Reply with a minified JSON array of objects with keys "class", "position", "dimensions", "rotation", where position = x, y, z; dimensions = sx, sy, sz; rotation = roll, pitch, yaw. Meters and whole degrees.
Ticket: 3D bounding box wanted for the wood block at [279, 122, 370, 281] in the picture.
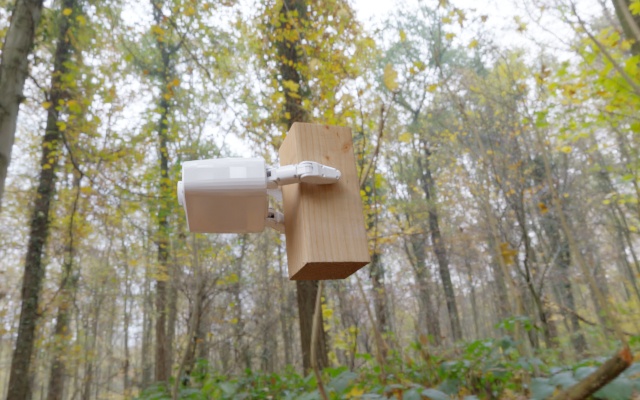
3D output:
[{"class":"wood block","position":[0.000,0.002,0.682],"dimensions":[0.090,0.206,0.091],"rotation":[2,-24,-21]}]
